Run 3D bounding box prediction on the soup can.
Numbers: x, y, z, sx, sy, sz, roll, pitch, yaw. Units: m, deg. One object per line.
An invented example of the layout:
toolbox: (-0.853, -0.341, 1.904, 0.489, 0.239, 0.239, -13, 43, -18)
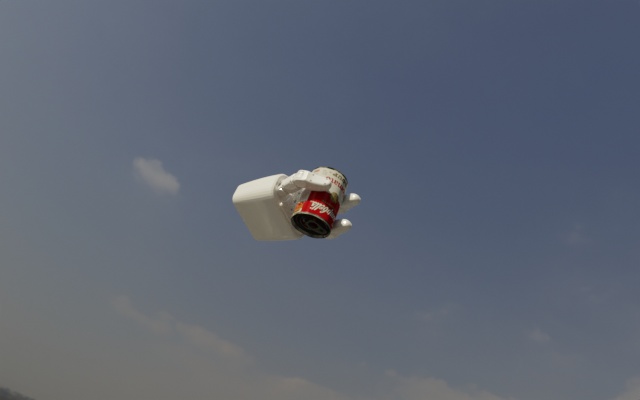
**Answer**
soup can: (0.001, 0.002, 0.791, 0.068, 0.102, 0.069, 15, -34, 11)
